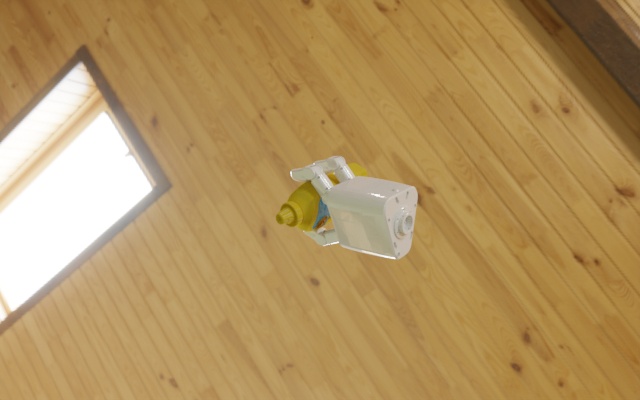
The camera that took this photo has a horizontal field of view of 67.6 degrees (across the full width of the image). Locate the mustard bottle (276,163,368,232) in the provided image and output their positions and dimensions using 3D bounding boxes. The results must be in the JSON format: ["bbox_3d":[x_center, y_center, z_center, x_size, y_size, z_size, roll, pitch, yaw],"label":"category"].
[{"bbox_3d":[0.000,0.002,0.807,0.058,0.096,0.191,37,39,27],"label":"mustard bottle"}]
